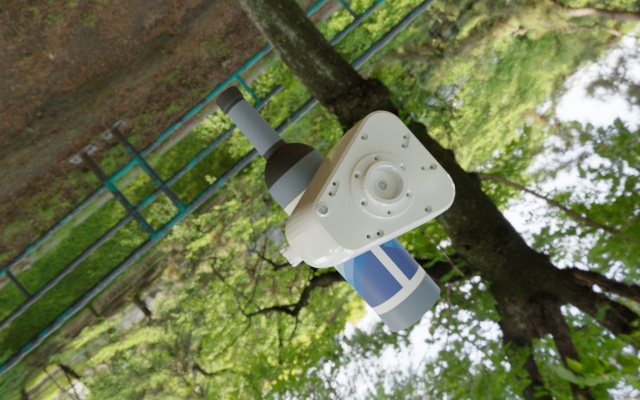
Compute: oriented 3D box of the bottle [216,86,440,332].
[{"bbox_3d":[0.000,0.002,0.490,0.069,0.295,0.069,-41,0,0],"label":"bottle"}]
